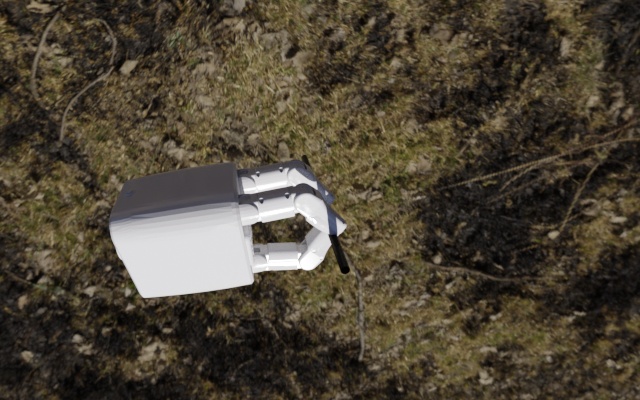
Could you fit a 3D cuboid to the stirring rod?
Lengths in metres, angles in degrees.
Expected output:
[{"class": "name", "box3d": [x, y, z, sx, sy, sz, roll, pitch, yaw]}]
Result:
[{"class": "stirring rod", "box3d": [0.000, 0.002, 0.494, 0.011, 0.011, 0.239, 0, 27, -11]}]
